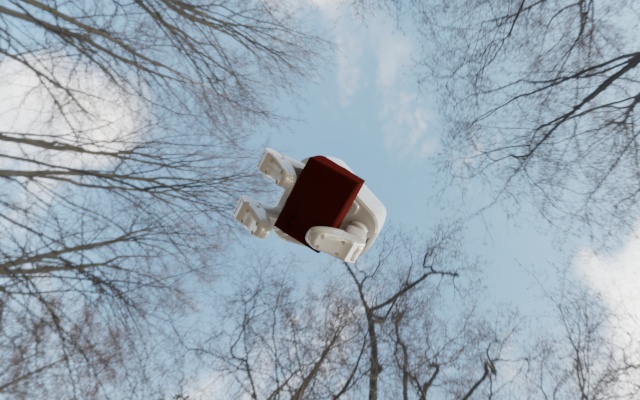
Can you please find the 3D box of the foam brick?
[{"bbox_3d":[0.000,0.001,0.462,0.053,0.078,0.051,31,14,8],"label":"foam brick"}]
